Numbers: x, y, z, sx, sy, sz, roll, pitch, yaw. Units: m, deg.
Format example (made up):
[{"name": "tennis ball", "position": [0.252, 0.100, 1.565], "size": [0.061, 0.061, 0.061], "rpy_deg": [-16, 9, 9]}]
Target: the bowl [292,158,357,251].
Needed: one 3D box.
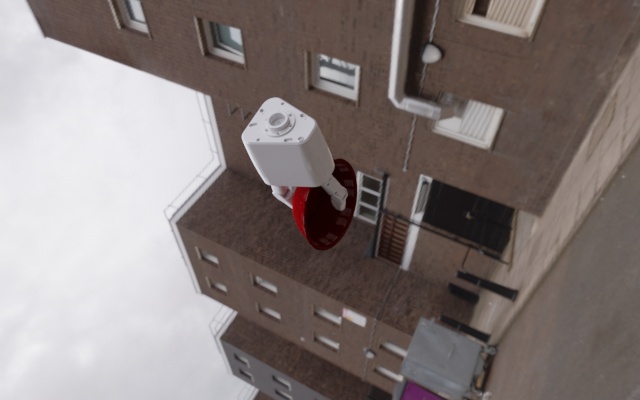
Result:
[{"name": "bowl", "position": [0.000, 0.004, 0.832], "size": [0.055, 0.162, 0.162], "rpy_deg": [14, 8, 34]}]
